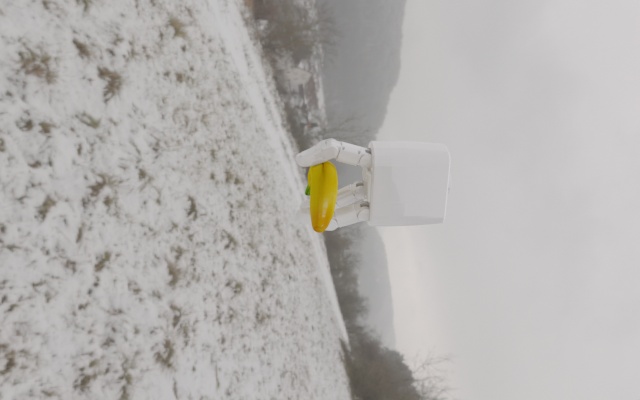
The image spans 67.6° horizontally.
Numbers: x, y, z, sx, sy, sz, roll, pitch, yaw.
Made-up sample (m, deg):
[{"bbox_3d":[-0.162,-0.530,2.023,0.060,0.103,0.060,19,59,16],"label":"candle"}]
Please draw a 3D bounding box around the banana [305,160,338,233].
[{"bbox_3d":[0.002,-0.017,0.645,0.037,0.070,0.197,7,13,-5],"label":"banana"}]
